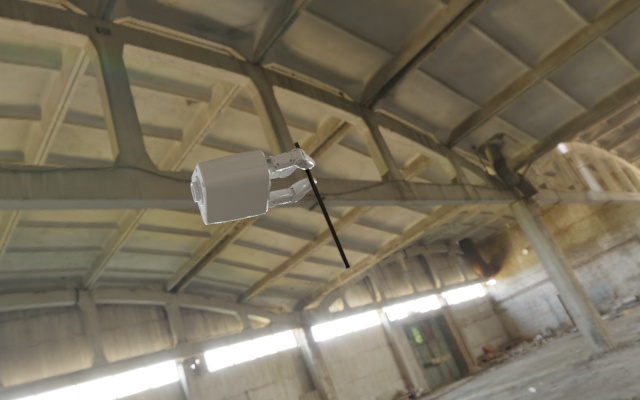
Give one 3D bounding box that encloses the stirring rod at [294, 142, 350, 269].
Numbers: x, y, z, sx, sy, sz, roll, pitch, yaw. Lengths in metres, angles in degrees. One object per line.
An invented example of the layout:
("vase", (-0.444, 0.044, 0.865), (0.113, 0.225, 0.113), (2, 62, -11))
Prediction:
("stirring rod", (0.000, 0.003, 0.796), (0.011, 0.239, 0.011), (-19, -22, -8))
